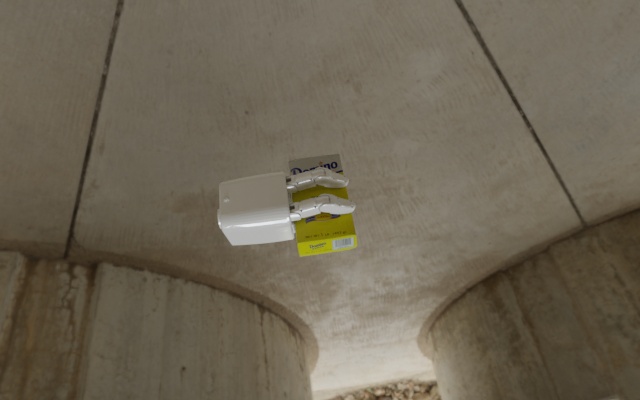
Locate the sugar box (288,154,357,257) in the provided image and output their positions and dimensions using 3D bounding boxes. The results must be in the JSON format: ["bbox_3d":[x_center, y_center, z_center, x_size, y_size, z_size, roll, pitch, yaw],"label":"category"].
[{"bbox_3d":[0.000,0.002,0.783,0.093,0.176,0.048,-8,-37,-3],"label":"sugar box"}]
